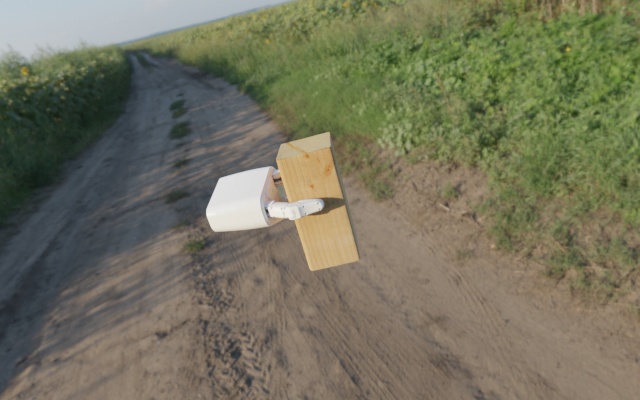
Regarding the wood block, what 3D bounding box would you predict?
[{"bbox_3d":[0.000,0.003,0.811,0.090,0.206,0.090,-13,22,6],"label":"wood block"}]
